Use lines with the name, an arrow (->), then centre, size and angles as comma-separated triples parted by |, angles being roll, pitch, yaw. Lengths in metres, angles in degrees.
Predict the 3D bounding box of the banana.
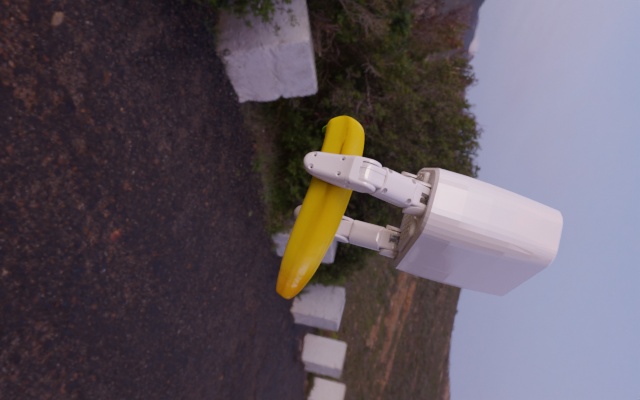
banana -> 0.007, -0.011, 0.413 | 0.037, 0.197, 0.070 | 22, -37, -7
